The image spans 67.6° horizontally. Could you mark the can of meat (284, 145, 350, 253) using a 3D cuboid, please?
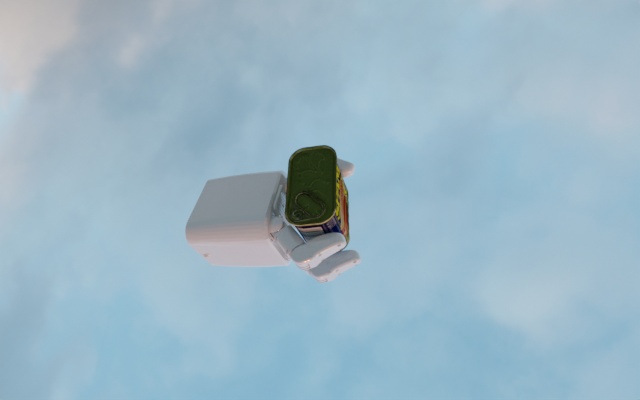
[{"bbox_3d":[0.000,0.002,0.557,0.057,0.102,0.084,-6,-31,13],"label":"can of meat"}]
